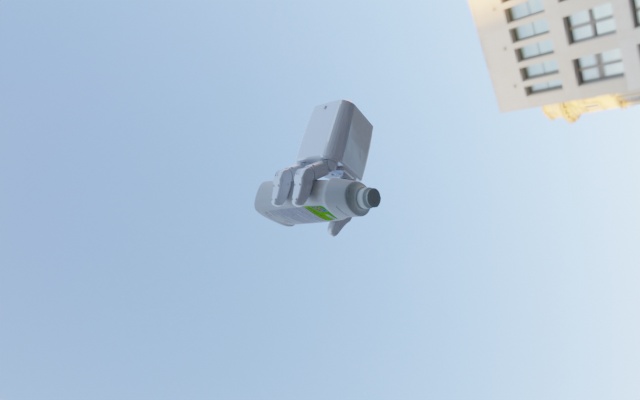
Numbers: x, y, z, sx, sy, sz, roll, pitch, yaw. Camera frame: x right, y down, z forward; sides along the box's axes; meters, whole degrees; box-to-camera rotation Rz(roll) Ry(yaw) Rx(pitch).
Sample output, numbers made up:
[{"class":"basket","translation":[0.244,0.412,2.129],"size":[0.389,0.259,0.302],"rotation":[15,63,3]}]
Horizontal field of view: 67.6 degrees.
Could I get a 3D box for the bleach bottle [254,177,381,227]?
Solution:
[{"class":"bleach bottle","translation":[0.000,0.003,0.774],"size":[0.102,0.068,0.251],"rotation":[27,-18,-37]}]
